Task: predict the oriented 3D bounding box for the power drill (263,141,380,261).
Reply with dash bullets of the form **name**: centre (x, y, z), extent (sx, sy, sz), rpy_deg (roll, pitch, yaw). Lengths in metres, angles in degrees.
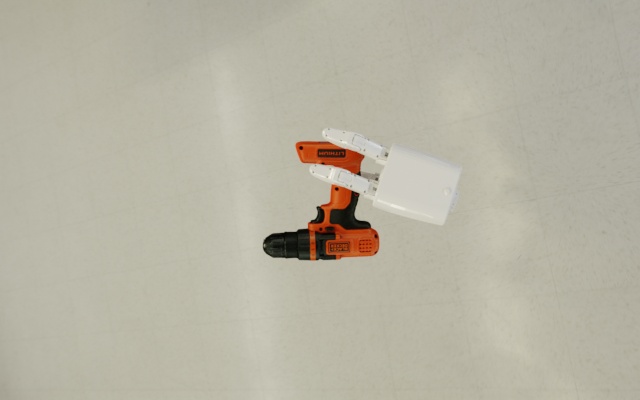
- **power drill**: centre (0.000, 0.002, 0.742), extent (0.184, 0.188, 0.057), rpy_deg (-2, 13, -5)
